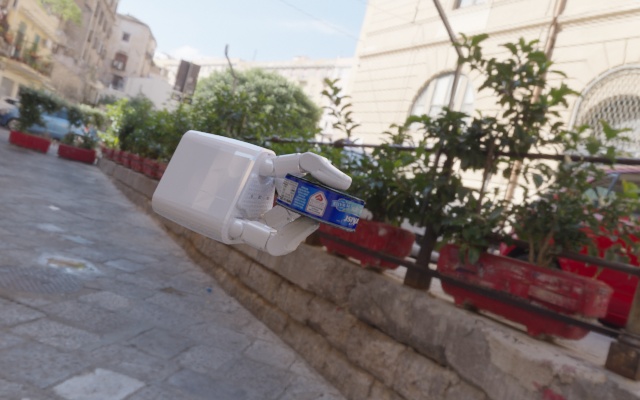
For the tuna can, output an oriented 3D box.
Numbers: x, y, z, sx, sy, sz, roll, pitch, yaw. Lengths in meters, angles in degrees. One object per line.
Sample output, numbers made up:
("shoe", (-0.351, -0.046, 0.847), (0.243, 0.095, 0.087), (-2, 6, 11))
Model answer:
("tuna can", (0.000, 0.001, 0.480), (0.086, 0.034, 0.086), (20, 2, -1))
